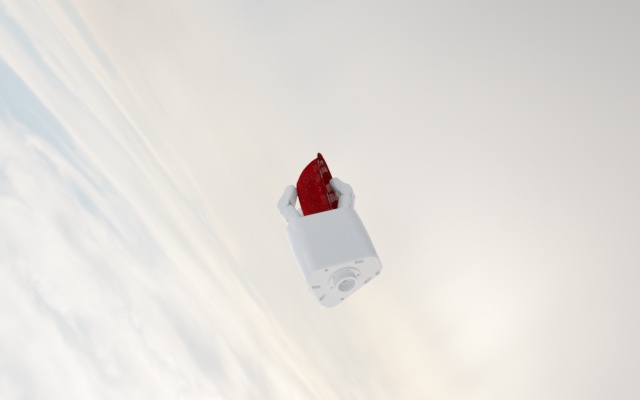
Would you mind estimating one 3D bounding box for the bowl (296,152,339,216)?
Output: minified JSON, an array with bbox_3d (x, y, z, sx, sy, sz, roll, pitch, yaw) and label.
[{"bbox_3d":[0.000,0.002,0.810,0.055,0.162,0.162,-19,-3,8],"label":"bowl"}]
